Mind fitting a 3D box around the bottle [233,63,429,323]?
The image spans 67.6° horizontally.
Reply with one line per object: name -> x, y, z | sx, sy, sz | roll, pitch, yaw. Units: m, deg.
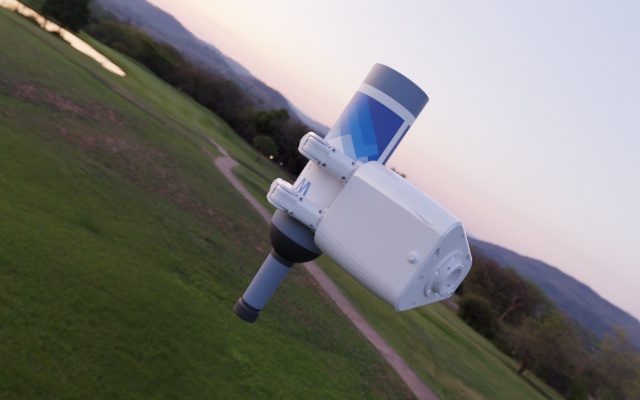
bottle -> 0.000, 0.001, 0.496 | 0.069, 0.296, 0.069 | 34, 6, -4
